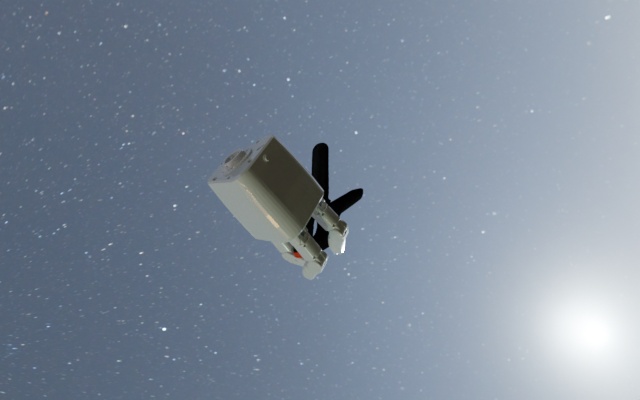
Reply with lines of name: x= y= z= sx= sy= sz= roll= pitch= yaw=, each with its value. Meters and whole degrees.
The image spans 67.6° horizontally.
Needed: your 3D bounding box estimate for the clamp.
clamp: x=0.000 y=0.003 z=0.691 sx=0.039 sy=0.120 sz=0.171 roll=-15 pitch=33 yaw=42
